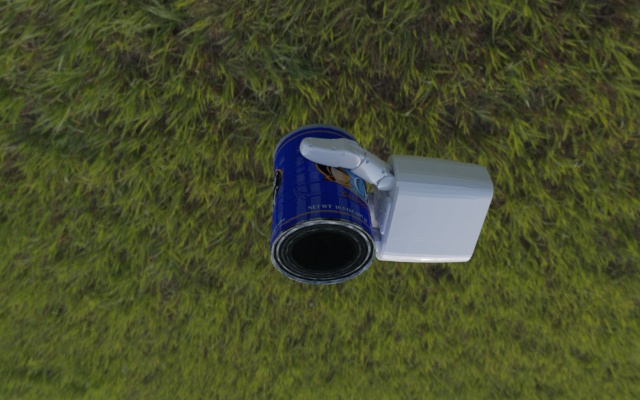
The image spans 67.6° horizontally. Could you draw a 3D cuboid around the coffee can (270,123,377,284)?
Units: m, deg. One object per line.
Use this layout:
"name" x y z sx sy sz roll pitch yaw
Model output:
"coffee can" 0.000 0.001 0.505 0.103 0.140 0.103 -2 -43 -2
